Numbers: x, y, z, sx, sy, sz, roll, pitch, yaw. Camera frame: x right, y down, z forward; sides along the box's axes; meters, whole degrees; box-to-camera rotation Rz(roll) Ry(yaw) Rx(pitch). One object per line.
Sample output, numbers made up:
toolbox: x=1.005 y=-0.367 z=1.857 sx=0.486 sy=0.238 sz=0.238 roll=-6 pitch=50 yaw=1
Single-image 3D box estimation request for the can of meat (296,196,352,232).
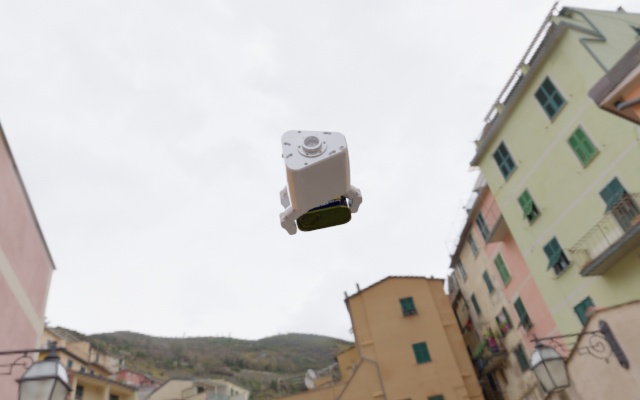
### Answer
can of meat: x=0.000 y=0.003 z=0.890 sx=0.102 sy=0.084 sz=0.057 roll=-12 pitch=-36 yaw=0
